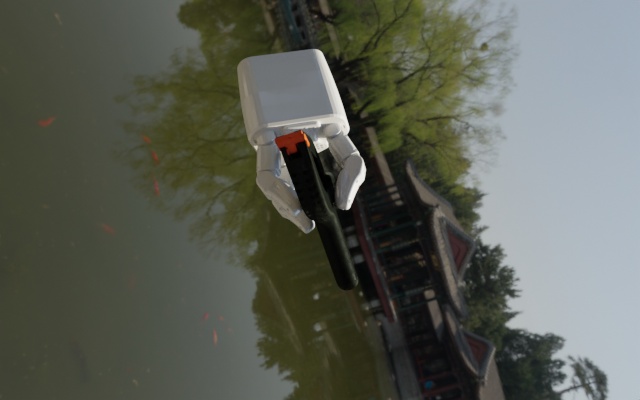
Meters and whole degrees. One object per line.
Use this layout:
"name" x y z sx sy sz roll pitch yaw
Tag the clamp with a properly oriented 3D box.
"clamp" 0.001 0.001 0.517 0.036 0.164 0.210 -17 -25 6
